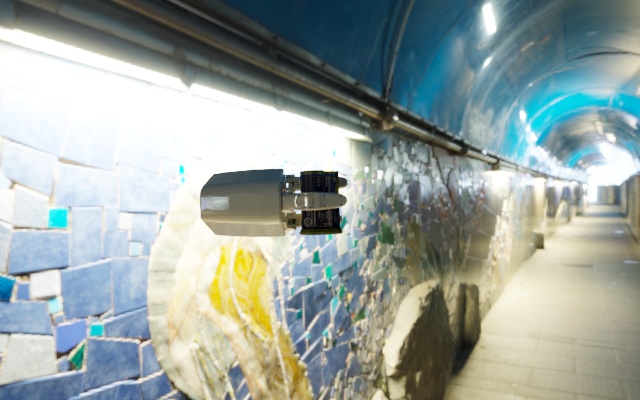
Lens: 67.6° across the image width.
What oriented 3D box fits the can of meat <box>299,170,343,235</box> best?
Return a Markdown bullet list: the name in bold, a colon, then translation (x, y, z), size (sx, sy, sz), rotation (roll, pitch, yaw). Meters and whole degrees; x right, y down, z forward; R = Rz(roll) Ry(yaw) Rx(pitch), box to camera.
- **can of meat**: translation (0.000, 0.002, 0.657), size (0.057, 0.084, 0.102), rotation (-2, 0, 1)
